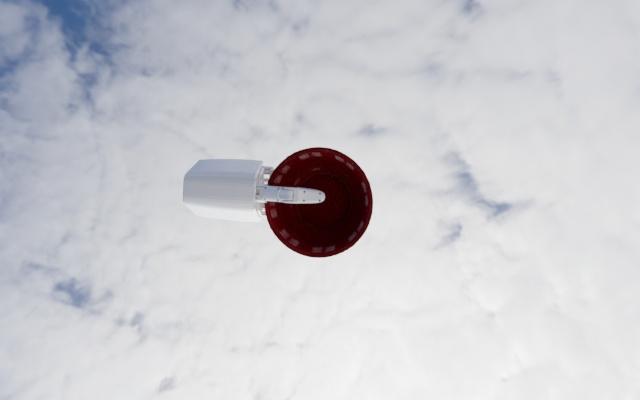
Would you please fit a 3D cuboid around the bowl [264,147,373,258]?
[{"bbox_3d":[0.001,0.003,0.718,0.162,0.162,0.055,0,2,10],"label":"bowl"}]
